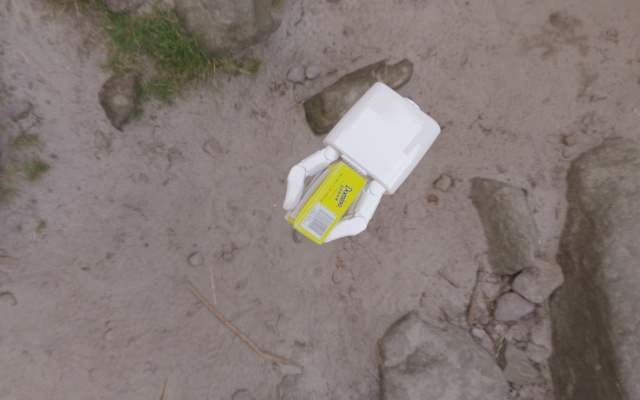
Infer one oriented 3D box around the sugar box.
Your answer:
[{"bbox_3d":[0.001,0.002,0.620,0.048,0.093,0.176,38,-3,-4],"label":"sugar box"}]
